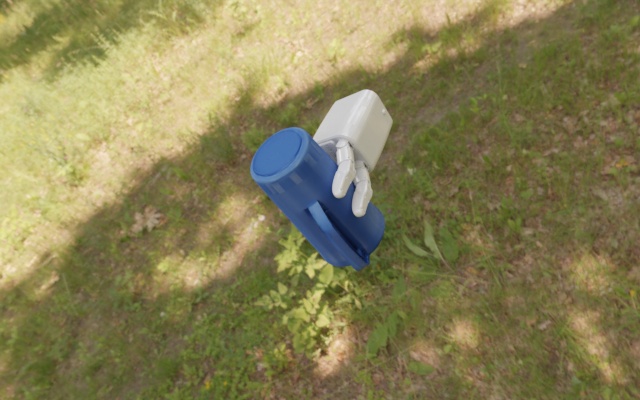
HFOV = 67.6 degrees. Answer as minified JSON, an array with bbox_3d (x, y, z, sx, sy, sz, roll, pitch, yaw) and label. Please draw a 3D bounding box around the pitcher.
[{"bbox_3d":[0.000,0.002,0.779,0.149,0.145,0.243,5,-31,42],"label":"pitcher"}]
